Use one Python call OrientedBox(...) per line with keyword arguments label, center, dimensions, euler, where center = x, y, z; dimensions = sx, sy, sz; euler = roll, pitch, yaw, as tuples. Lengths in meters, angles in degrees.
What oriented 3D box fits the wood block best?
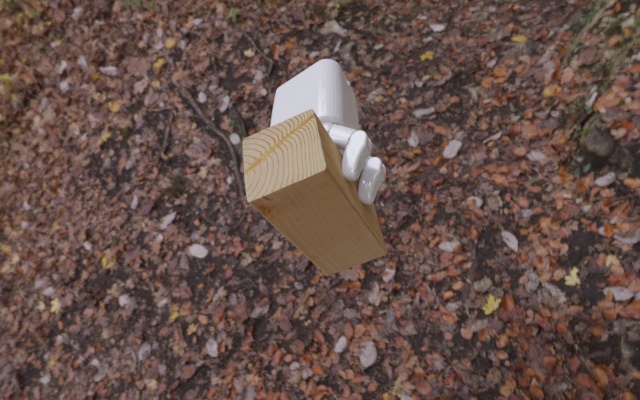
OrientedBox(label="wood block", center=(0.000, 0.002, 0.573), dimensions=(0.091, 0.090, 0.206), euler=(-21, -37, 14))
